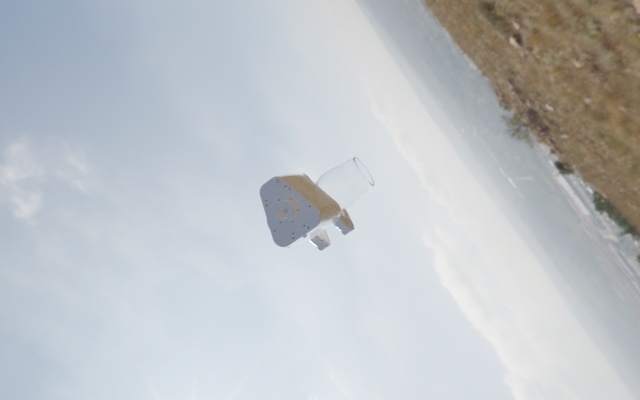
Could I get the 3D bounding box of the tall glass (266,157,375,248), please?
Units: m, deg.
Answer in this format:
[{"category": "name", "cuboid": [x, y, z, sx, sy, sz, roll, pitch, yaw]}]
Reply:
[{"category": "tall glass", "cuboid": [0.000, 0.003, 0.875, 0.201, 0.079, 0.079, -35, -11, 16]}]
